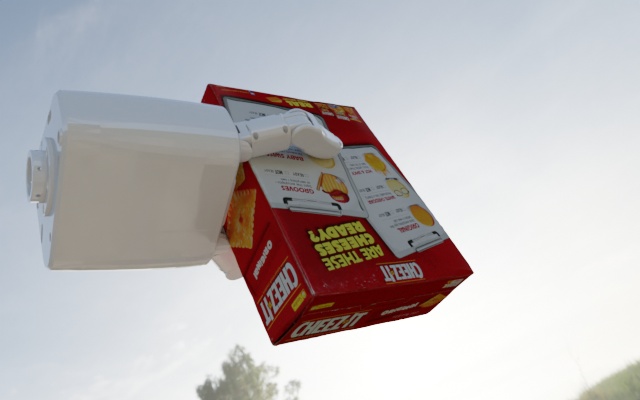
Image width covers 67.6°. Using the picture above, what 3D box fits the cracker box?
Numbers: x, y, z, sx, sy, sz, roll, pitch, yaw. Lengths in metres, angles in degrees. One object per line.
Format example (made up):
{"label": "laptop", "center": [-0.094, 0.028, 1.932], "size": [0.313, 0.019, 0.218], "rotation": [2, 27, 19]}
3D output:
{"label": "cracker box", "center": [0.000, 0.001, 0.402], "size": [0.164, 0.213, 0.072], "rotation": [0, -43, -38]}
